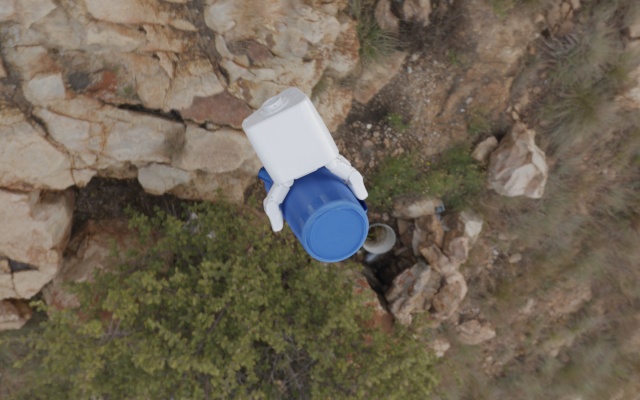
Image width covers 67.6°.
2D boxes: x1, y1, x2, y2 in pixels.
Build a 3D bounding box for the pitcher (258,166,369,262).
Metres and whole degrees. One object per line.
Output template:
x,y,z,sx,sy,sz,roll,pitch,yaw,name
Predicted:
0.000,0.003,0.824,0.149,0.145,0.242,-30,30,-3,pitcher
